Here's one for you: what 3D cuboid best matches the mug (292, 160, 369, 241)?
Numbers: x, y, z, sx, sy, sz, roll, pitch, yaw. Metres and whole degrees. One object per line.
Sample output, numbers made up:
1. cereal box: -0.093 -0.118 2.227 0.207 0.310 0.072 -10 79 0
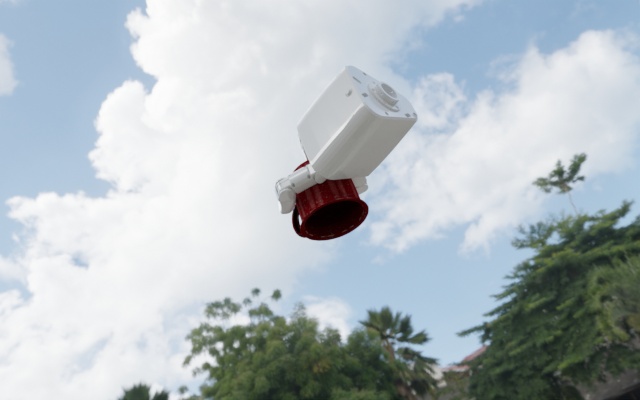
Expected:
1. mug: -0.001 0.003 0.644 0.093 0.081 0.117 11 -45 -39
